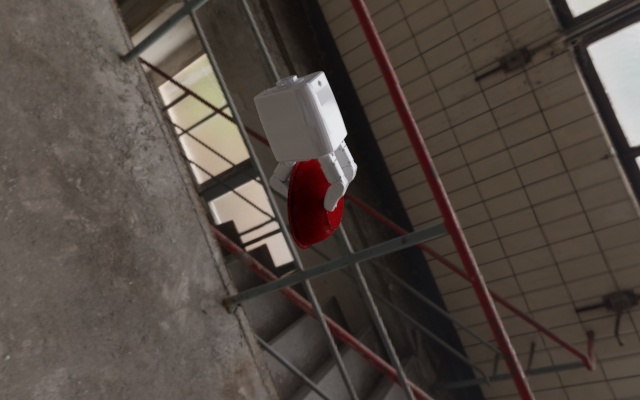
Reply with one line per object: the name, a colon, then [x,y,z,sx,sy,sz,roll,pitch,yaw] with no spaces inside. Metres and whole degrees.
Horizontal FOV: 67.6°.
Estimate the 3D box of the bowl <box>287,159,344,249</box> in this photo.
bowl: [0.001,0.004,0.804,0.055,0.162,0.162,2,0,19]
